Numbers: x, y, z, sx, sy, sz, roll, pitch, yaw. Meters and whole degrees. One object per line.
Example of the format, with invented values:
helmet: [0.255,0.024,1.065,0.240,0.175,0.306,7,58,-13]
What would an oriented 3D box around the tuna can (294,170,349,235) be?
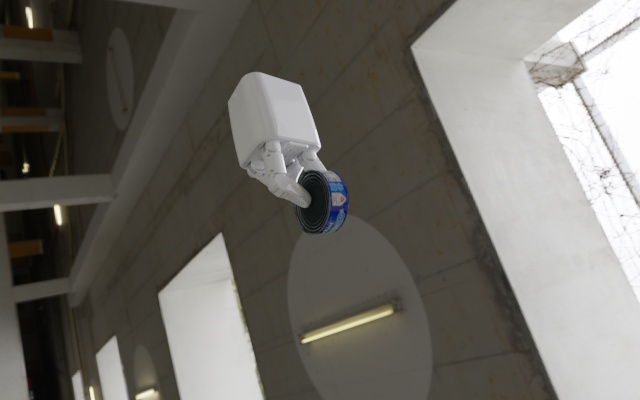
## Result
tuna can: [0.001,0.002,0.637,0.034,0.086,0.086,-1,0,-34]
